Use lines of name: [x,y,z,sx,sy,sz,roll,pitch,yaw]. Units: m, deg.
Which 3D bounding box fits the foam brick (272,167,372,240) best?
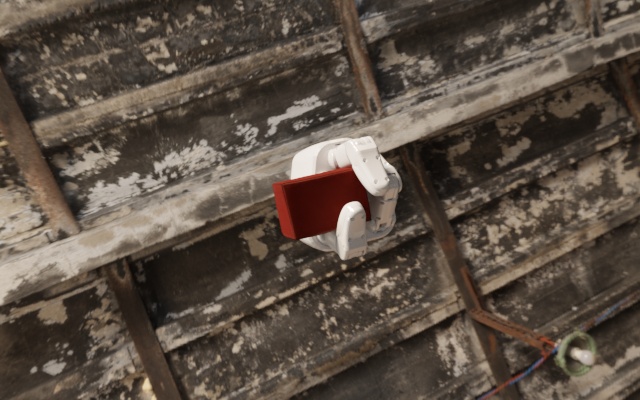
foam brick: [0.000,0.001,0.447,0.078,0.053,0.051,-13,6,-17]
